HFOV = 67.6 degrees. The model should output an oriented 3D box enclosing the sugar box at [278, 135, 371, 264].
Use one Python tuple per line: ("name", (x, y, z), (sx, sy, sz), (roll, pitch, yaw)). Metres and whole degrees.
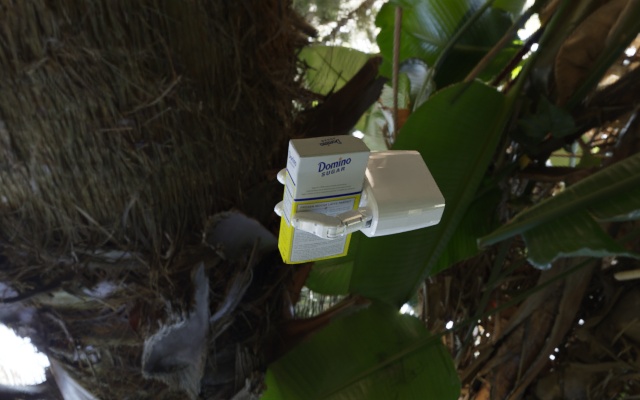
("sugar box", (0.000, 0.002, 0.616), (0.093, 0.176, 0.048), (-7, 38, -21))
